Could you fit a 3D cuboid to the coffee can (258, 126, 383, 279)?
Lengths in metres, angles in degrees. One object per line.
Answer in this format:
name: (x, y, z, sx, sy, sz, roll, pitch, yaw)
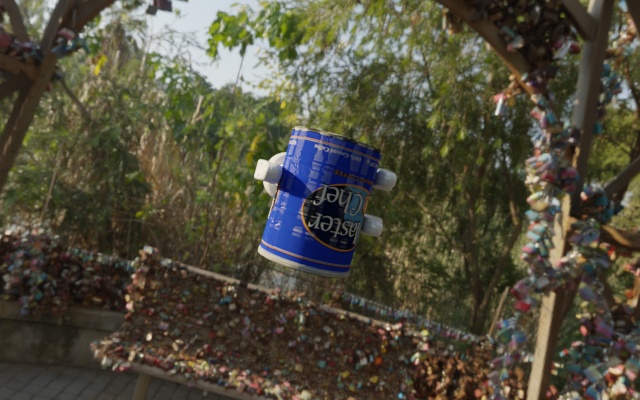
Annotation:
coffee can: (0.000, 0.002, 0.520, 0.103, 0.140, 0.103, 16, 2, 0)
